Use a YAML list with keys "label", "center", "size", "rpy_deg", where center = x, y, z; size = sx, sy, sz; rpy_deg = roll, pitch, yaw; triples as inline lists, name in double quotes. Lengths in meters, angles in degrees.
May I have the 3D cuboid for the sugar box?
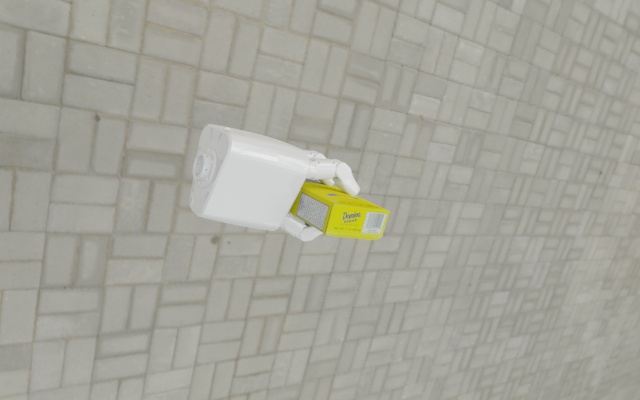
- label: "sugar box"
  center: [0.000, 0.002, 0.645]
  size: [0.093, 0.048, 0.176]
  rpy_deg: [8, 14, -36]
